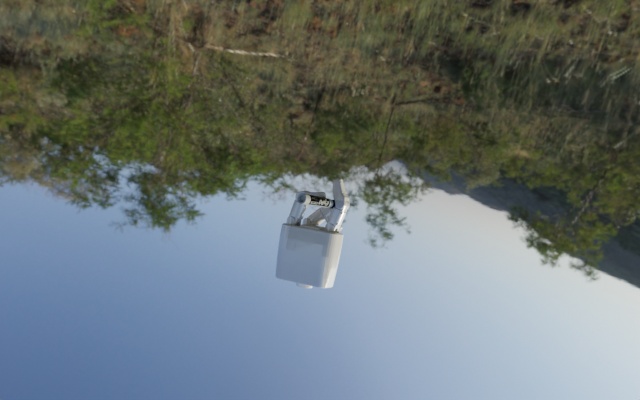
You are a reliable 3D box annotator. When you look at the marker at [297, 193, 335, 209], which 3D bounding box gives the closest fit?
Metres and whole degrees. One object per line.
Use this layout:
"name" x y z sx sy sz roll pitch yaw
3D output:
"marker" 0.000 0.003 0.862 0.020 0.020 0.121 0 -6 33
